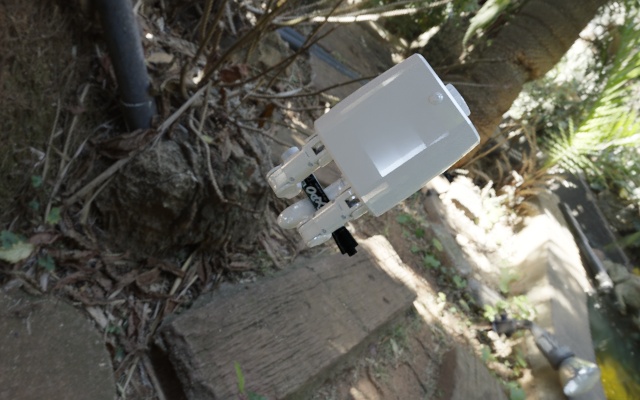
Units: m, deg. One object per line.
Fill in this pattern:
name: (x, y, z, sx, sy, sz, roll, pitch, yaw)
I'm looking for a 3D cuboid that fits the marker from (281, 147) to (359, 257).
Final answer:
marker: (0.000, 0.002, 0.467, 0.020, 0.121, 0.020, -31, -11, -7)
